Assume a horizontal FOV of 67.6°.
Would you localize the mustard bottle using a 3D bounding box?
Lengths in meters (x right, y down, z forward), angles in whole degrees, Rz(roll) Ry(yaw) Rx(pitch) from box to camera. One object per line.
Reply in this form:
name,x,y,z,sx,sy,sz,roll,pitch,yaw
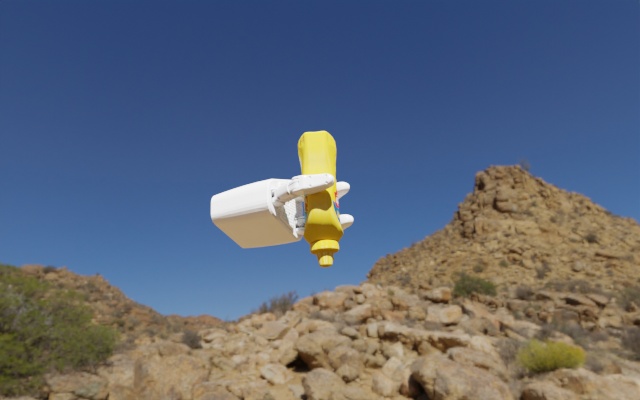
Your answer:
mustard bottle,0.000,0.002,0.701,0.058,0.191,0.096,-4,-19,-1
